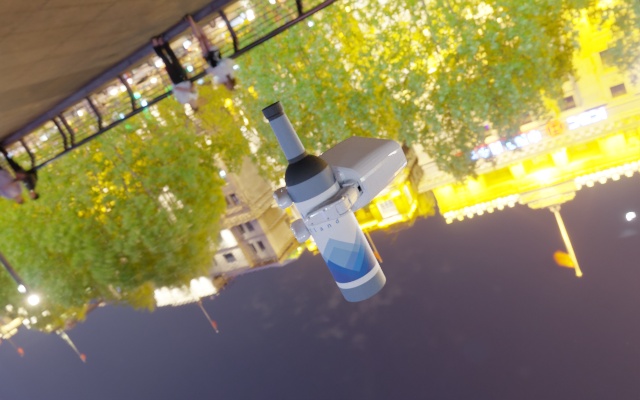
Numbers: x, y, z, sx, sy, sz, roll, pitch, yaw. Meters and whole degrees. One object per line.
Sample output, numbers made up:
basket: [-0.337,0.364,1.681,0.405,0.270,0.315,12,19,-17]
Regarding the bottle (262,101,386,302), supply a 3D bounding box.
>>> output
bottle: [0.000,0.002,0.660,0.069,0.296,0.069,-25,16,8]
